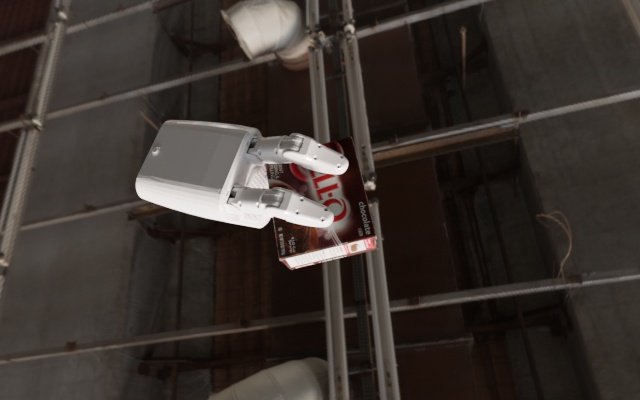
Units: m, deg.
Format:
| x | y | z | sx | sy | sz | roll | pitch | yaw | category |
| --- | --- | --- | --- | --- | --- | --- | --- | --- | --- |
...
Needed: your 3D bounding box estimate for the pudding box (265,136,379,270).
| x | y | z | sx | sy | sz | roll | pitch | yaw | category |
| --- | --- | --- | --- | --- | --- | --- | --- | --- | --- |
| 0.000 | 0.002 | 0.459 | 0.090 | 0.113 | 0.039 | -15 | -26 | 6 | pudding box |
